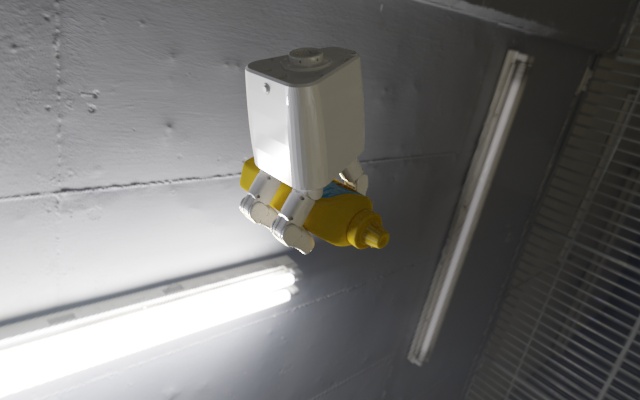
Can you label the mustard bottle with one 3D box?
[{"bbox_3d":[0.000,0.002,0.534,0.096,0.058,0.191,-2,24,-46],"label":"mustard bottle"}]
